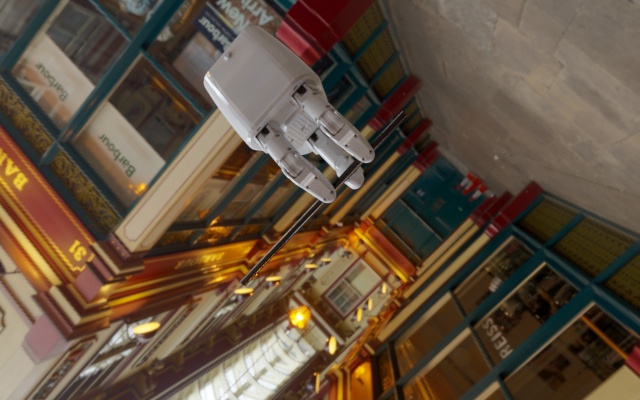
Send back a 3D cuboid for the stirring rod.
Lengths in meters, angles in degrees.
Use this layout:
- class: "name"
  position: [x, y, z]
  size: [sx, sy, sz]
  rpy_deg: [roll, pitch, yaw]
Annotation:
- class: "stirring rod"
  position: [0.000, 0.001, 0.483]
  size: [0.011, 0.239, 0.011]
  rpy_deg: [42, 10, -9]
